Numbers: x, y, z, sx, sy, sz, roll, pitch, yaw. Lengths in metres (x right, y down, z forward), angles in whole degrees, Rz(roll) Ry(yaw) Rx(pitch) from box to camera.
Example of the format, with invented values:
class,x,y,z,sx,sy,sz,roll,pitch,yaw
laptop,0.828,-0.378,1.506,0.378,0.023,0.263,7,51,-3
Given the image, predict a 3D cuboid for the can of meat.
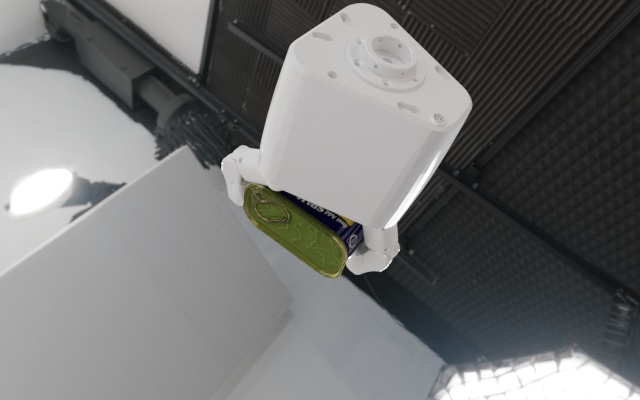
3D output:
class,x,y,z,sx,sy,sz,roll,pitch,yaw
can of meat,0.000,0.001,0.409,0.102,0.084,0.057,35,-36,13
